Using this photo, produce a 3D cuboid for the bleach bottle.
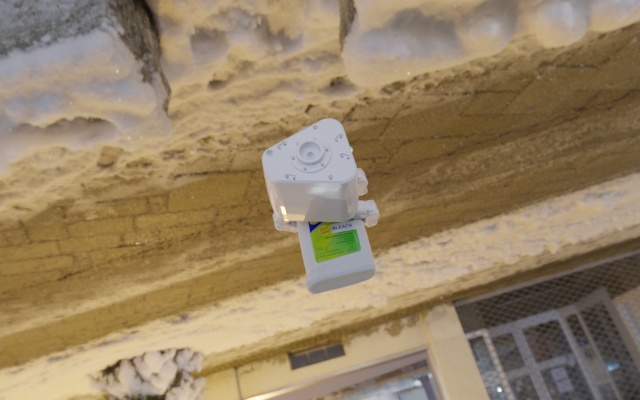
[{"bbox_3d":[0.000,0.002,0.705,0.102,0.250,0.068,-13,-26,-6],"label":"bleach bottle"}]
